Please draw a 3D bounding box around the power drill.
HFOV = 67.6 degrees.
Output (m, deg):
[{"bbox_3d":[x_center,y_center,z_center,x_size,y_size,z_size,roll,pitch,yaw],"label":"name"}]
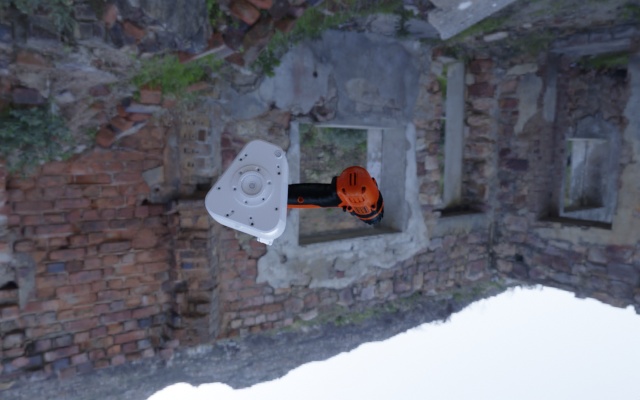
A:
[{"bbox_3d":[0.000,0.002,0.725,0.187,0.057,0.184,-6,-20,13],"label":"power drill"}]
